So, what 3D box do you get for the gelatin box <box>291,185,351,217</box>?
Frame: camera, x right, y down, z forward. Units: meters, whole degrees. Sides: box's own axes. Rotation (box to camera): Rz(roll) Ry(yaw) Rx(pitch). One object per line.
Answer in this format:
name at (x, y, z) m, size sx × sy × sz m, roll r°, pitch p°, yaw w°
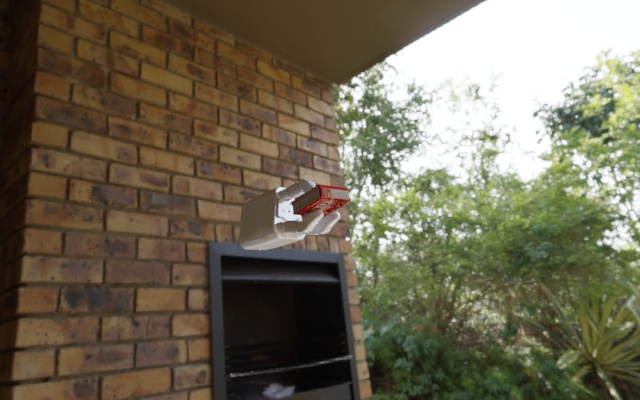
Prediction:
gelatin box at (0.000, 0.002, 0.894) m, size 0.073 × 0.030 × 0.089 m, roll 6°, pitch -26°, yaw -39°
